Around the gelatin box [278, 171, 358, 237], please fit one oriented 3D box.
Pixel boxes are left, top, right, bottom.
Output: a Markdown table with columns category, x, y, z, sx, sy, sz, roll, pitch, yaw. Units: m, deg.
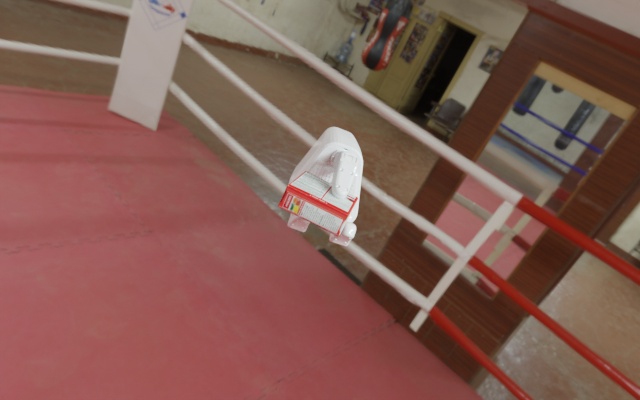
| category | x | y | z | sx | sy | sz | roll | pitch | yaw |
| --- | --- | --- | --- | --- | --- | --- | --- | --- | --- |
| gelatin box | 0.000 | 0.001 | 0.541 | 0.073 | 0.030 | 0.089 | 27 | 17 | 4 |
